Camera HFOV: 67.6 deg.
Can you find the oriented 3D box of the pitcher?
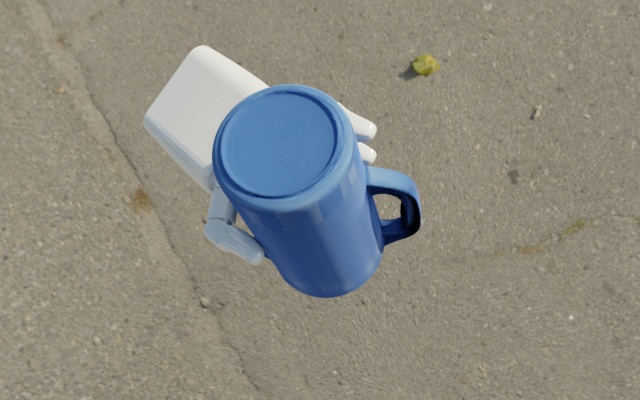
[{"bbox_3d":[0.000,0.001,0.450,0.145,0.149,0.243,39,-11,21],"label":"pitcher"}]
